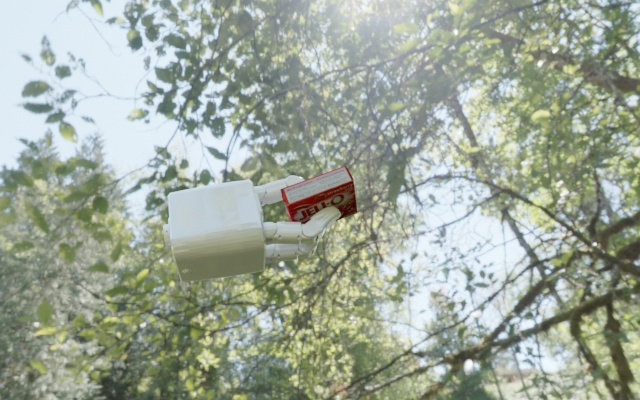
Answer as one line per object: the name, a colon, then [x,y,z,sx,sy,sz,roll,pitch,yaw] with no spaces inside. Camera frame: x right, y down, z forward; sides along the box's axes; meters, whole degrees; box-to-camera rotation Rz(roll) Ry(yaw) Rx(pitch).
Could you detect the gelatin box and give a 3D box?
gelatin box: [0.000,0.002,0.605,0.089,0.030,0.073,-21,-35,-6]
